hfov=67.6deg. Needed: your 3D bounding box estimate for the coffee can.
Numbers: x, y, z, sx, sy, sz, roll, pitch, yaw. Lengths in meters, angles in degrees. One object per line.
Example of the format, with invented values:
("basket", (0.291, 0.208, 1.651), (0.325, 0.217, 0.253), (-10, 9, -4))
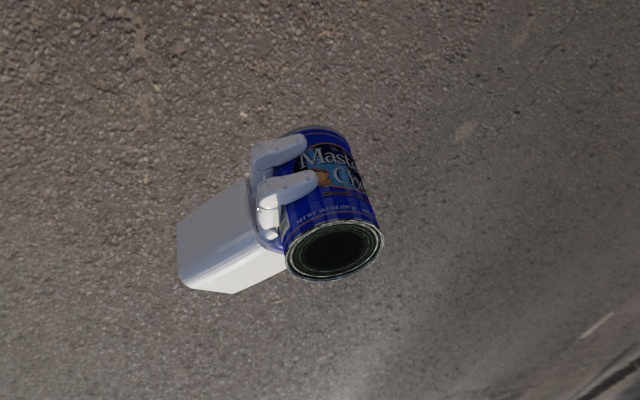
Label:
("coffee can", (0.000, 0.002, 0.520), (0.103, 0.140, 0.103), (-9, -41, -8))
